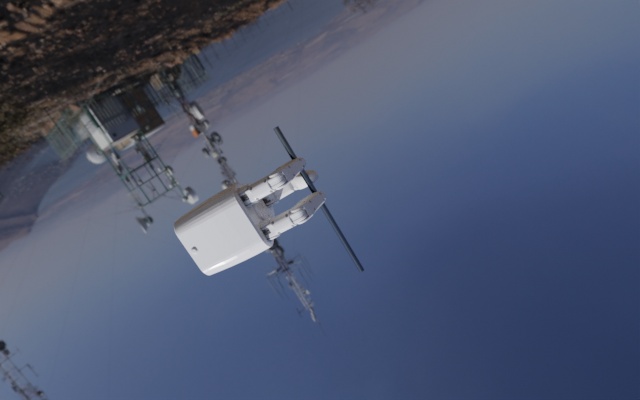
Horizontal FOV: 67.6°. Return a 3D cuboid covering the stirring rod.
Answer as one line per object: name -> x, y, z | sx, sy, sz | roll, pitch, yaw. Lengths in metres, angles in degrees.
stirring rod -> 0.000, 0.002, 0.670 | 0.011, 0.239, 0.011 | -29, 13, 7
